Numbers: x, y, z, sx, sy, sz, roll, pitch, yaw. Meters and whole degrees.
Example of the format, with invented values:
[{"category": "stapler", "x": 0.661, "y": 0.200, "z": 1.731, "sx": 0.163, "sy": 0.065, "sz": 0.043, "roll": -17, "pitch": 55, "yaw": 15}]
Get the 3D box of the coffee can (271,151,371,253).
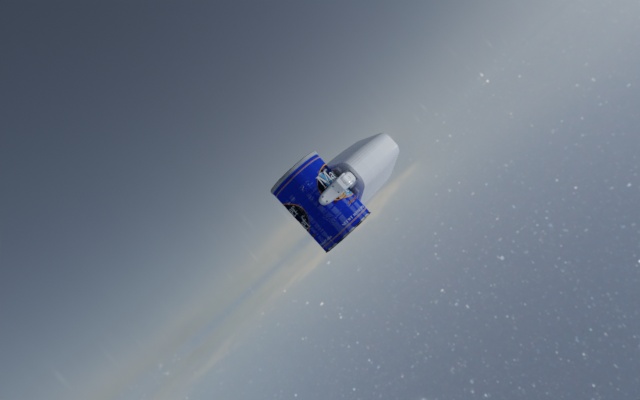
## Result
[{"category": "coffee can", "x": 0.000, "y": 0.003, "z": 0.805, "sx": 0.103, "sy": 0.140, "sz": 0.103, "roll": -42, "pitch": -2, "yaw": -2}]
